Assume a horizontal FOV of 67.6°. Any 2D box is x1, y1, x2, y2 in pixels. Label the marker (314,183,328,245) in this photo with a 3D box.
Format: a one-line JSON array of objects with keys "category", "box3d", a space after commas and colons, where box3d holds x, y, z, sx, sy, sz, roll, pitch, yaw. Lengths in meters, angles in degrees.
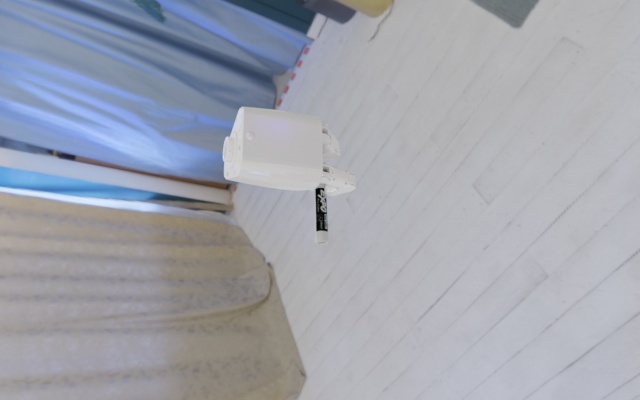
[{"category": "marker", "box3d": [0.000, 0.002, 0.680, 0.020, 0.121, 0.020, -1, -19, 0]}]
